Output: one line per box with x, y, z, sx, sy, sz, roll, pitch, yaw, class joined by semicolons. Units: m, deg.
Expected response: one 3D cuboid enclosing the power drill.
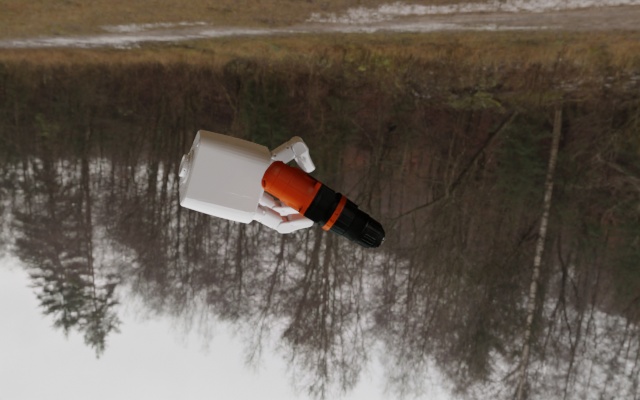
0.000;0.002;0.704;0.184;0.057;0.187;33;-1;-7;power drill
